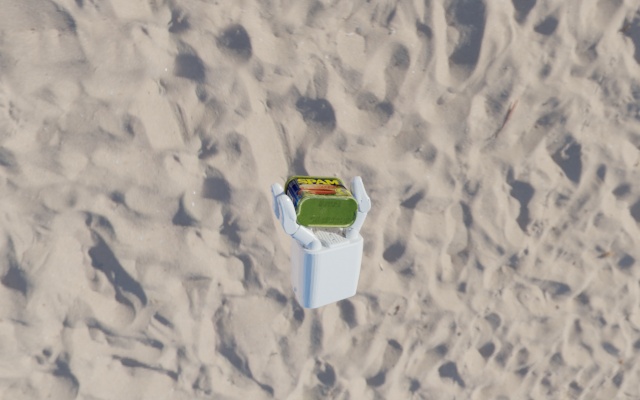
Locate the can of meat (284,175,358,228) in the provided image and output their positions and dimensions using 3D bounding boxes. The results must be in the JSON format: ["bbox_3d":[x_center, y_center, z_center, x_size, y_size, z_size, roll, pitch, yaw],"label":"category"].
[{"bbox_3d":[0.000,0.003,0.746,0.102,0.057,0.084,2,22,-17],"label":"can of meat"}]
